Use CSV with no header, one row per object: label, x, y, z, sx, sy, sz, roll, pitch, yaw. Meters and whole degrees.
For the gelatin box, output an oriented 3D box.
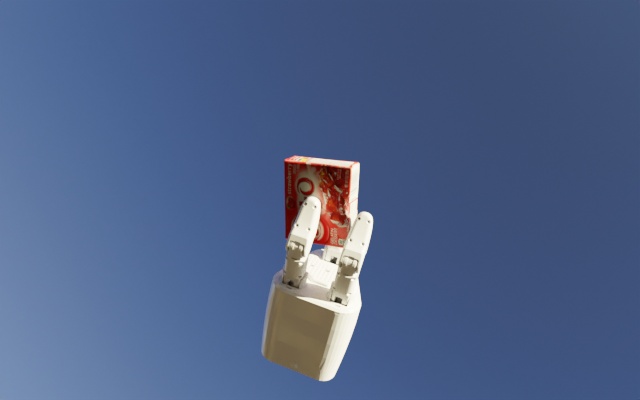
gelatin box,0.000,0.001,0.499,0.073,0.089,0.030,8,19,20
